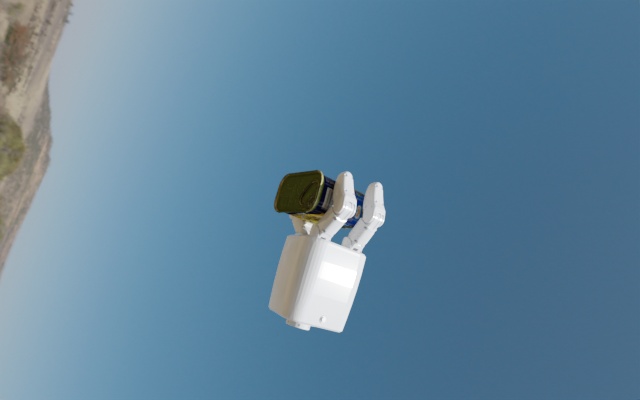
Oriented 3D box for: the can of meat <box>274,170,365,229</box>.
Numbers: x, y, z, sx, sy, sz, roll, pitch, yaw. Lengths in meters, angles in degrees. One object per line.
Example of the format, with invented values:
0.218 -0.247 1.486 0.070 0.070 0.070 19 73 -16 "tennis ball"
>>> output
0.000 0.002 0.652 0.084 0.057 0.102 24 -15 -33 "can of meat"
